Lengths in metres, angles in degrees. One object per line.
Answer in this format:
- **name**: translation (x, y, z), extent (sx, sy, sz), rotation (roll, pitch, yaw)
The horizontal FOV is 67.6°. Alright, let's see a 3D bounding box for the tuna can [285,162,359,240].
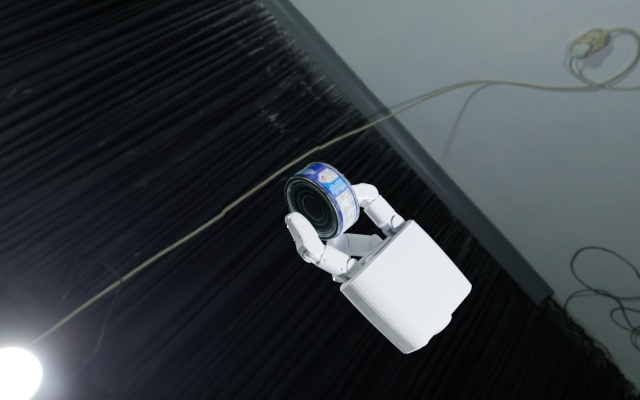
- **tuna can**: translation (0.000, 0.002, 0.538), extent (0.033, 0.086, 0.086), rotation (-37, 23, -35)
